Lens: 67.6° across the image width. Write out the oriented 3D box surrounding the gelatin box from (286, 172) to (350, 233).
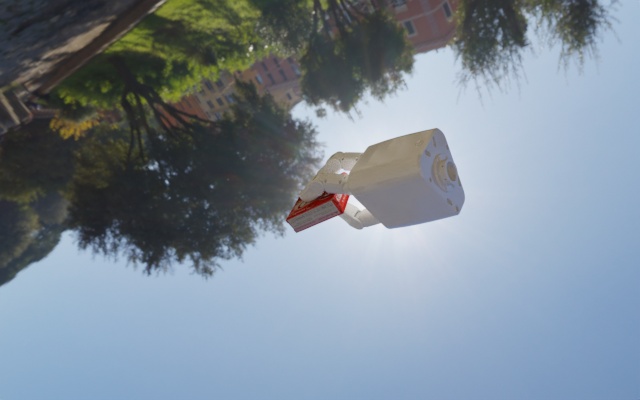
[{"bbox_3d":[0.000,0.003,0.694,0.089,0.030,0.073,-25,23,32],"label":"gelatin box"}]
